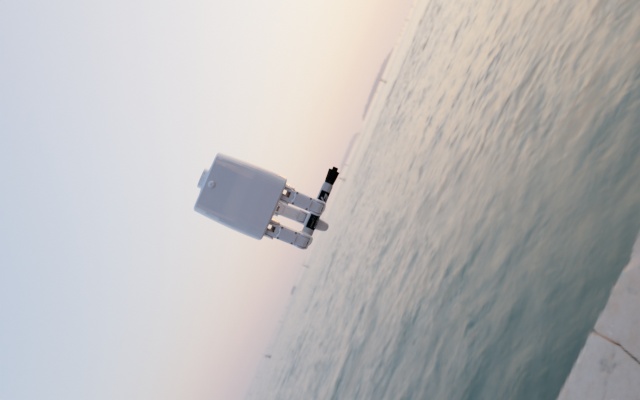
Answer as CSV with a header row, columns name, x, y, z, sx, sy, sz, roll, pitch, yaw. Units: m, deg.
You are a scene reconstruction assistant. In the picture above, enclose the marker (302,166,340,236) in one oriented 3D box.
name,x,y,z,sx,sy,sz,roll,pitch,yaw
marker,0.000,0.003,0.758,0.020,0.121,0.020,24,0,0
